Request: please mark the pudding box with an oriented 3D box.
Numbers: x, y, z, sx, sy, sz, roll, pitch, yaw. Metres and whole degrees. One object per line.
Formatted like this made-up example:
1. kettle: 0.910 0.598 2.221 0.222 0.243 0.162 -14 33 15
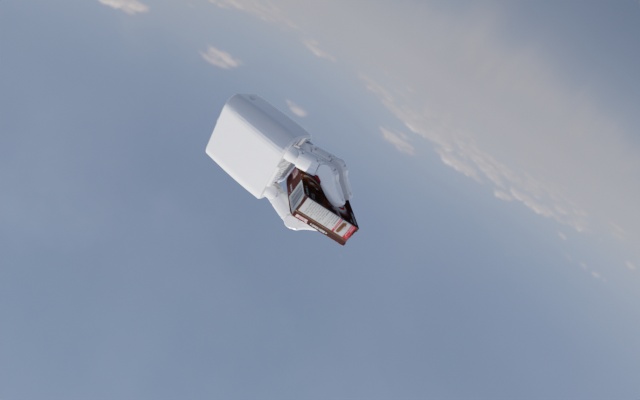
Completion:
1. pudding box: 0.000 0.002 0.658 0.090 0.039 0.113 31 21 -21
